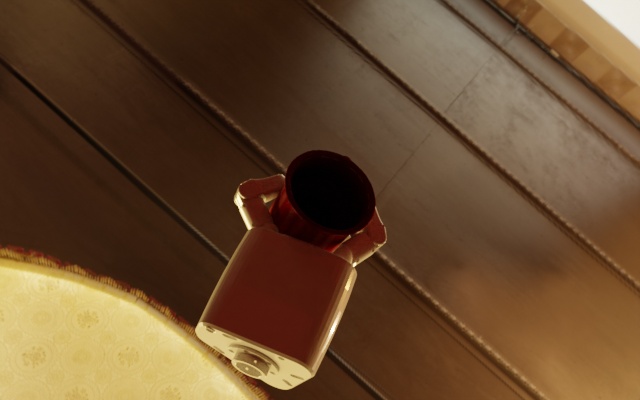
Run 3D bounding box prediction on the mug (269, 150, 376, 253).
[{"bbox_3d":[0.000,0.001,0.487,0.093,0.117,0.081,31,-38,-5],"label":"mug"}]
